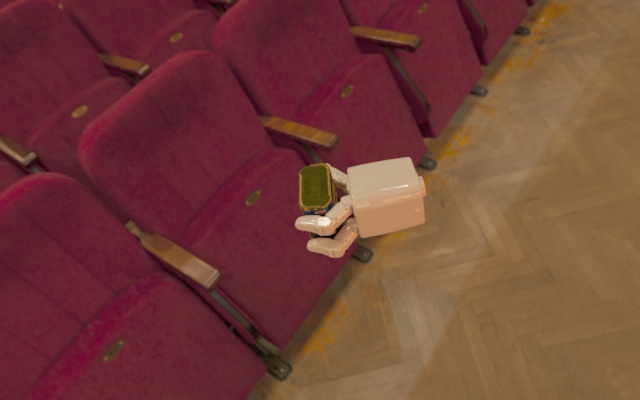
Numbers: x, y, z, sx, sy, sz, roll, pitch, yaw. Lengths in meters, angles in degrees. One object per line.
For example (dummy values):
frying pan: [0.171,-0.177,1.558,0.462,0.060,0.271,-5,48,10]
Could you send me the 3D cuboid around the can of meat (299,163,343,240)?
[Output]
can of meat: [0.000,0.002,0.773,0.057,0.102,0.084,-10,-43,8]
